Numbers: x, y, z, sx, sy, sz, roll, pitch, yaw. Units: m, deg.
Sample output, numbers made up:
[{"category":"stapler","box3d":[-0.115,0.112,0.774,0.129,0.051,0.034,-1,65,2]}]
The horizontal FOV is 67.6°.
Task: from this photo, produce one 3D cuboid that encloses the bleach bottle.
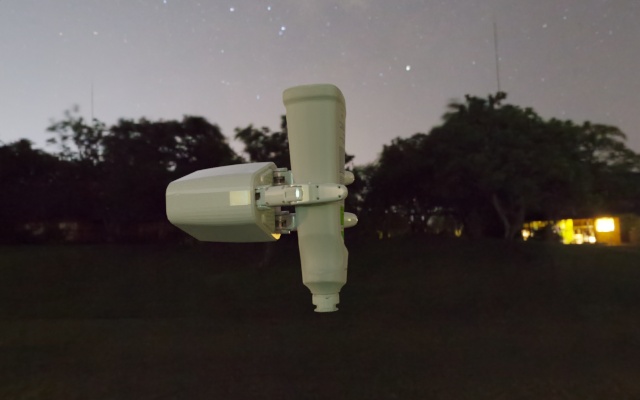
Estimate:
[{"category":"bleach bottle","box3d":[0.000,0.002,0.554,0.068,0.251,0.102,-3,-4,11]}]
